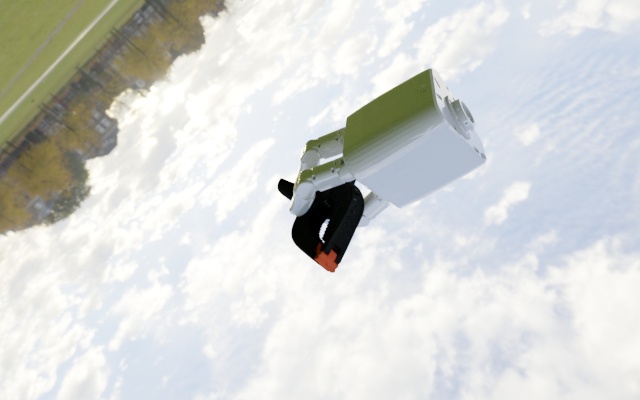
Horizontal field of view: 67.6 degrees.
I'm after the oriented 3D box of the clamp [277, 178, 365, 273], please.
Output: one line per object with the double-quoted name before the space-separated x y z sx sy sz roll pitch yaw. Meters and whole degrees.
"clamp" 0.001 0.003 0.556 0.164 0.209 0.036 -30 -57 30
